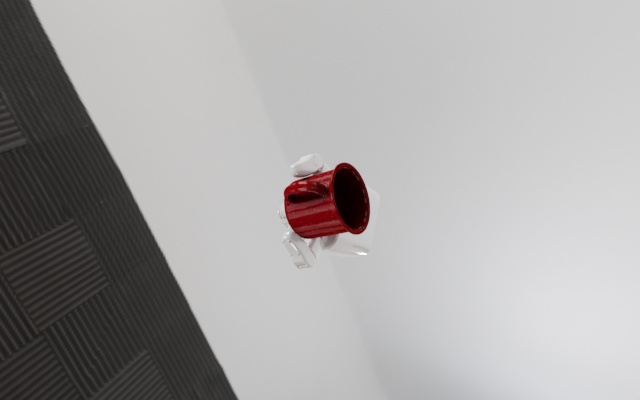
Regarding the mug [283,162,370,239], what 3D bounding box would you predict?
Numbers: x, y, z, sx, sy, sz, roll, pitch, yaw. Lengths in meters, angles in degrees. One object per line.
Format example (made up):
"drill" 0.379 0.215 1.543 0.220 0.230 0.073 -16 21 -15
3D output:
"mug" -0.001 0.002 0.610 0.081 0.093 0.117 -13 -22 33
